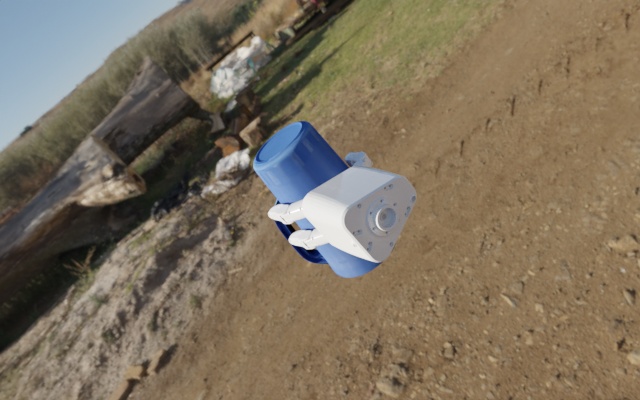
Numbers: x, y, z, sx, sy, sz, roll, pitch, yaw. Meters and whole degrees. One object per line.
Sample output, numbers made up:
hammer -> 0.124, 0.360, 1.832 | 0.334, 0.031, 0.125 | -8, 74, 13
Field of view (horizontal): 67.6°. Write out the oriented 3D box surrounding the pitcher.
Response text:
pitcher -> 0.000, 0.002, 0.755 | 0.243, 0.149, 0.145 | 50, -13, -25
